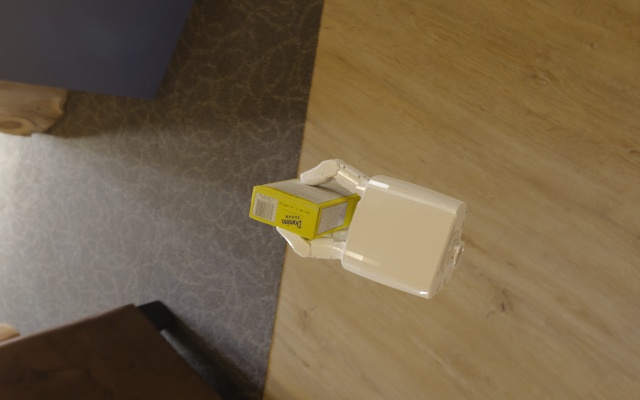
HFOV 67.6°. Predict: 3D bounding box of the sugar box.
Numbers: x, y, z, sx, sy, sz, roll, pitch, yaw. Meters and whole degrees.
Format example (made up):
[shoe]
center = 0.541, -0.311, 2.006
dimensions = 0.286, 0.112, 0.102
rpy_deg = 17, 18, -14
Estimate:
[sugar box]
center = 0.000, 0.003, 0.611
dimensions = 0.093, 0.048, 0.176
rpy_deg = 19, 14, 27
